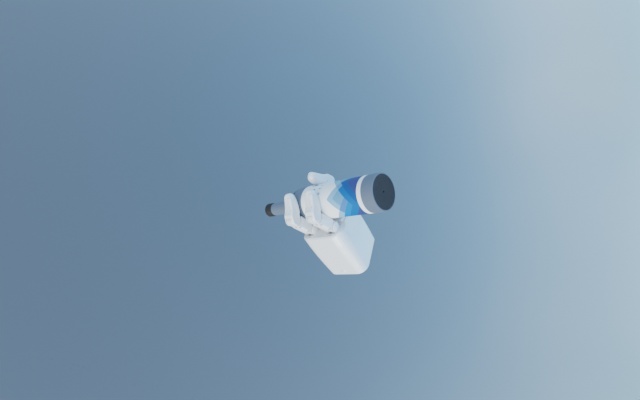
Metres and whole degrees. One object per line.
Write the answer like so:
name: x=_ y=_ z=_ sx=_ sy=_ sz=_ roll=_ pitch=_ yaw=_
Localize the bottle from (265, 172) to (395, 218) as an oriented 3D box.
bottle: x=0.000 y=0.003 z=0.895 sx=0.296 sy=0.069 sz=0.069 roll=-9 pitch=-6 yaw=43
